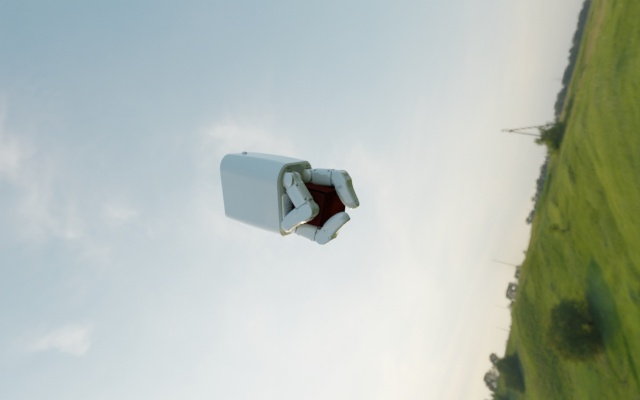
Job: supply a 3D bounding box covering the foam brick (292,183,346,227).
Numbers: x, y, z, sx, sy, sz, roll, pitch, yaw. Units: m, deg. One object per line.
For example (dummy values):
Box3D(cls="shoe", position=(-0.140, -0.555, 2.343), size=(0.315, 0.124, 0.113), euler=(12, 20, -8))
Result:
Box3D(cls="foam brick", position=(0.000, 0.002, 0.700), size=(0.051, 0.053, 0.078), euler=(13, 14, 25))
